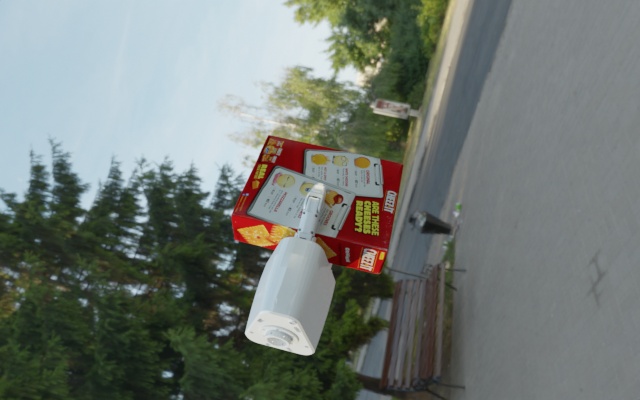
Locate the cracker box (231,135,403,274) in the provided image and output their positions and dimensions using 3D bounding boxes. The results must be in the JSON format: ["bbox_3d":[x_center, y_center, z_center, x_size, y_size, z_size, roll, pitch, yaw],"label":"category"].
[{"bbox_3d":[0.000,0.002,0.695,0.213,0.164,0.072,13,-39,5],"label":"cracker box"}]
